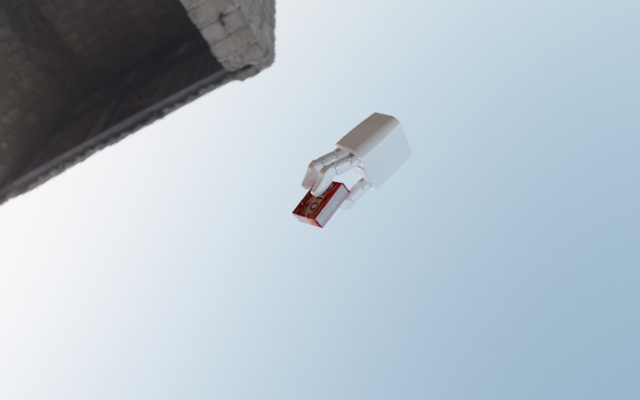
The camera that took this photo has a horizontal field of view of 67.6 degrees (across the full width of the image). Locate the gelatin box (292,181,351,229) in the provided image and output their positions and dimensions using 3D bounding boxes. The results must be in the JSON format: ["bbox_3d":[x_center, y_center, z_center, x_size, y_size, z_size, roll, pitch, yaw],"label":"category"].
[{"bbox_3d":[0.000,0.003,0.863,0.073,0.089,0.030,14,-29,52],"label":"gelatin box"}]
